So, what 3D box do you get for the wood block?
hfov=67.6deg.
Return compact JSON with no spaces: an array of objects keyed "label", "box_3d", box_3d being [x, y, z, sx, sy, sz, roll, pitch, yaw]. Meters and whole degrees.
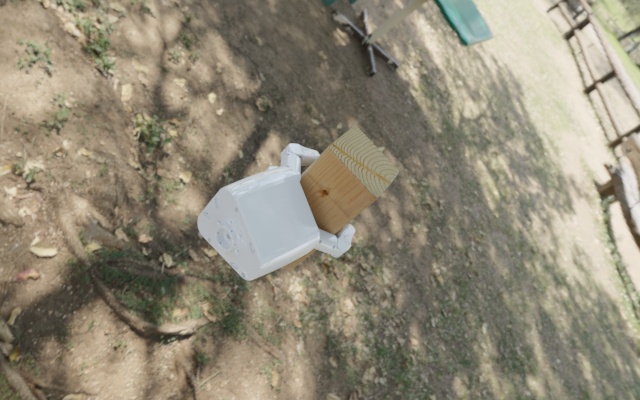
[{"label":"wood block","box_3d":[0.000,0.003,0.681,0.206,0.091,0.090,-43,1,39]}]
